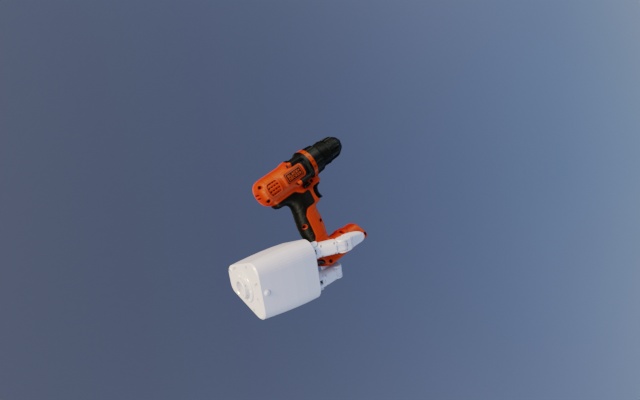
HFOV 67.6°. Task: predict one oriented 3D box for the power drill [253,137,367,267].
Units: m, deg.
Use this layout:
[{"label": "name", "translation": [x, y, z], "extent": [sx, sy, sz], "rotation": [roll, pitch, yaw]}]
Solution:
[{"label": "power drill", "translation": [0.000, 0.003, 0.816], "extent": [0.184, 0.188, 0.057], "rotation": [-36, 9, -24]}]
